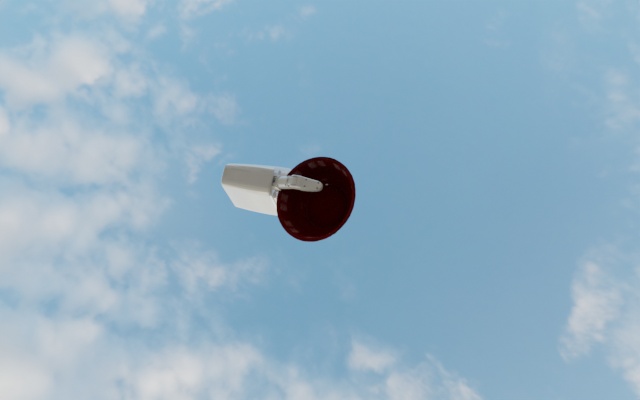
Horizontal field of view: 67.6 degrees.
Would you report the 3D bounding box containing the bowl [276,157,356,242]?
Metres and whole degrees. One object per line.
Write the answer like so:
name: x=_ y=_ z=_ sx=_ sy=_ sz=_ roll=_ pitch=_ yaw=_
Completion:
bowl: x=0.001 y=0.003 z=0.887 sx=0.162 sy=0.162 sz=0.055 roll=0 pitch=-16 yaw=28
